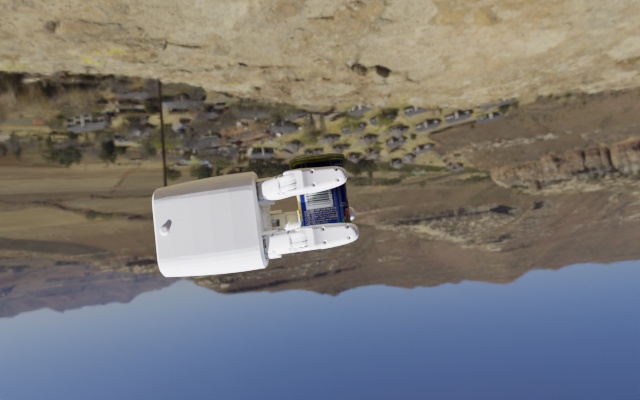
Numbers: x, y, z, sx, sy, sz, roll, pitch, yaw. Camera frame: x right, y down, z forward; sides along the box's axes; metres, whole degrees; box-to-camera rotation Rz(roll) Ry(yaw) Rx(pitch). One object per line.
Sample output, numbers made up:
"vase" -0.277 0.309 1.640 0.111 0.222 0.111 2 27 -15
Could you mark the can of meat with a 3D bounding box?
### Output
"can of meat" 0.000 0.002 0.512 0.057 0.084 0.102 -7 -6 -4
